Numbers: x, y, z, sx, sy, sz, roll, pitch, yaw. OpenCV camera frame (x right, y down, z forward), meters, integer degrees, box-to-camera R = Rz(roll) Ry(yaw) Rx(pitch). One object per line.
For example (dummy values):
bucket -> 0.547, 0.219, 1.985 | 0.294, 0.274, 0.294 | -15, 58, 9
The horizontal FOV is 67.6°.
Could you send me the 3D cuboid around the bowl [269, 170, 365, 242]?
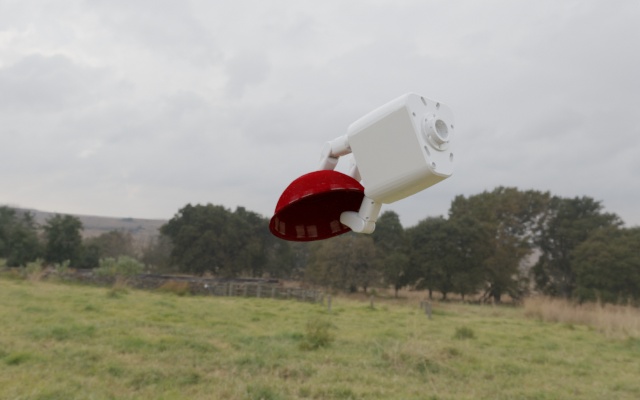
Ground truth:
bowl -> -0.001, 0.002, 0.699 | 0.162, 0.055, 0.162 | -12, -27, -6
